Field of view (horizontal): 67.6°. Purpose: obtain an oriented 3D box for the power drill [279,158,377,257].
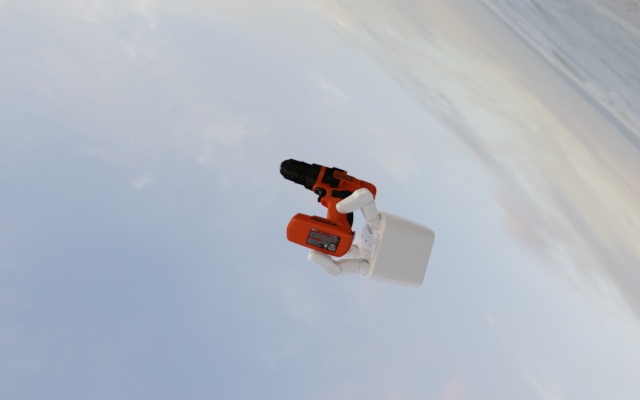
[{"bbox_3d":[0.000,0.003,0.819,0.184,0.057,0.187,17,38,2],"label":"power drill"}]
